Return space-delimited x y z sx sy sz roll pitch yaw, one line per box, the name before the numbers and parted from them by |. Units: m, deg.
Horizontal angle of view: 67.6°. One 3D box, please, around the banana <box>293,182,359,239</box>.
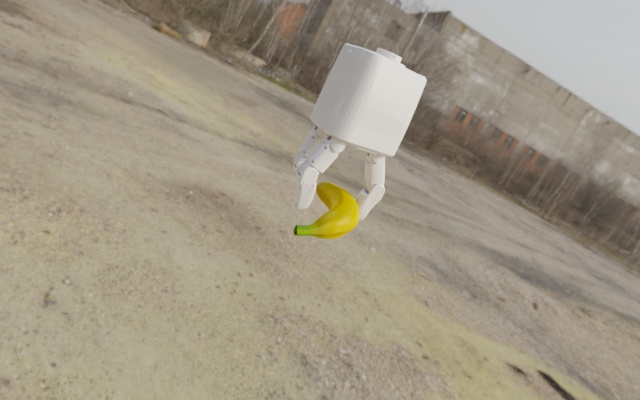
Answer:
banana | 0.017 0.009 0.618 0.069 0.037 0.197 20 16 2
